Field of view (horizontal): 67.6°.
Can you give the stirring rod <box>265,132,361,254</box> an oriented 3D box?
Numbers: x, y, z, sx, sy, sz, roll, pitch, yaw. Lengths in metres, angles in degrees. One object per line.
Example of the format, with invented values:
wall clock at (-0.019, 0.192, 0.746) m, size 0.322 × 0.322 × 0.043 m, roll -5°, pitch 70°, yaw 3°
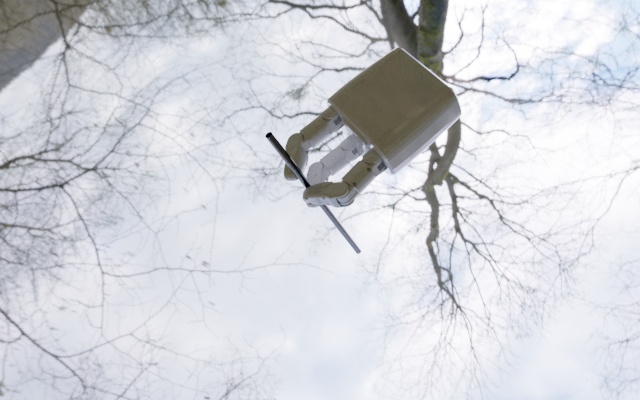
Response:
stirring rod at (0.000, 0.002, 0.560) m, size 0.011 × 0.011 × 0.240 m, roll 0°, pitch -34°, yaw 31°
